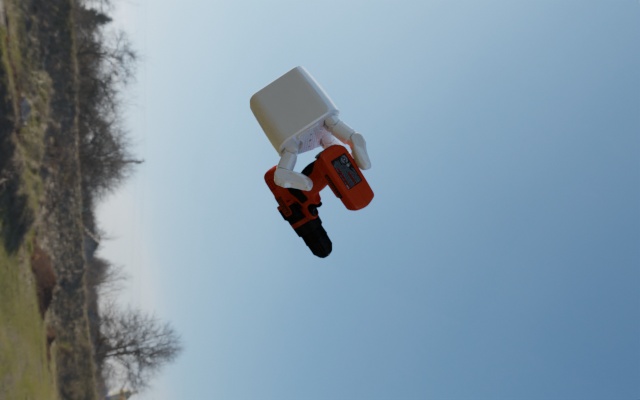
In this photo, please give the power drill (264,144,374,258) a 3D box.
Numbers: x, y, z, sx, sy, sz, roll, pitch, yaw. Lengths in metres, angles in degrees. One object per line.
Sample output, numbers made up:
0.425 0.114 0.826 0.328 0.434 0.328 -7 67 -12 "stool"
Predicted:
0.000 0.002 0.783 0.057 0.184 0.188 -38 7 -39 "power drill"
